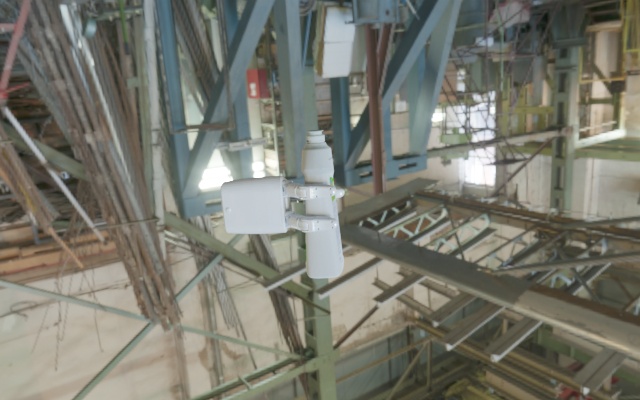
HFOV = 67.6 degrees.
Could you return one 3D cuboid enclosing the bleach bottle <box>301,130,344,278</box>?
[{"bbox_3d":[0.000,0.003,0.836,0.068,0.251,0.102,-3,13,4],"label":"bleach bottle"}]
